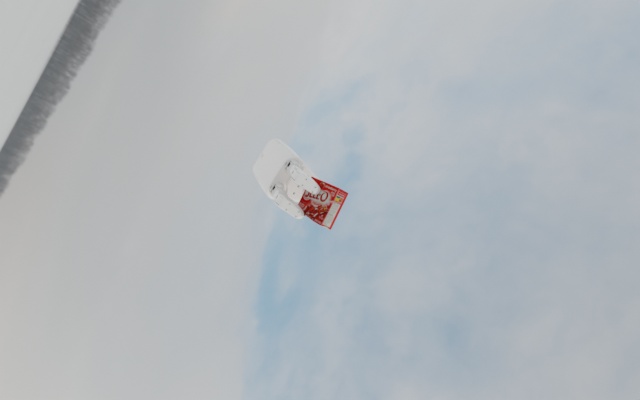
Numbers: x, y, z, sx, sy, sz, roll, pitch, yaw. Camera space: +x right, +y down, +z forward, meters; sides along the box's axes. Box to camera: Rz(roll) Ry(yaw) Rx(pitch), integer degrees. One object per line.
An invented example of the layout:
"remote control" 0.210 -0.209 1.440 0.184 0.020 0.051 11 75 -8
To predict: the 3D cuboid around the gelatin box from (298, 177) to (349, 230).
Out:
"gelatin box" 0.001 0.003 0.863 0.030 0.073 0.089 26 1 -40
